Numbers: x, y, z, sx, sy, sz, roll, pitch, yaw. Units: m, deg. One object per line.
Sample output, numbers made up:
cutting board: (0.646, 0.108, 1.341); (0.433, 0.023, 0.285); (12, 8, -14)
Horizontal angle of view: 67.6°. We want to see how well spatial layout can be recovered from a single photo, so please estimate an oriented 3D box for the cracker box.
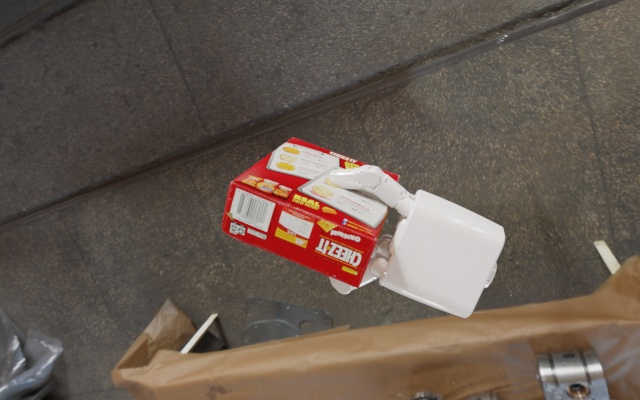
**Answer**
cracker box: (0.000, 0.002, 0.587); (0.164, 0.072, 0.213); (21, 24, 7)
